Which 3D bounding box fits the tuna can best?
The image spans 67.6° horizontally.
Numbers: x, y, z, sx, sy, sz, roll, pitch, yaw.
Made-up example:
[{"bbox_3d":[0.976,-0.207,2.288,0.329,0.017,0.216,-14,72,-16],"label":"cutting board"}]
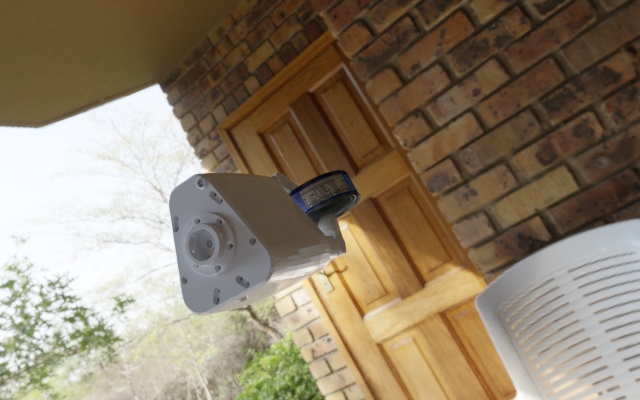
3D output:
[{"bbox_3d":[0.000,0.001,0.536,0.086,0.033,0.086,-26,-15,-7],"label":"tuna can"}]
